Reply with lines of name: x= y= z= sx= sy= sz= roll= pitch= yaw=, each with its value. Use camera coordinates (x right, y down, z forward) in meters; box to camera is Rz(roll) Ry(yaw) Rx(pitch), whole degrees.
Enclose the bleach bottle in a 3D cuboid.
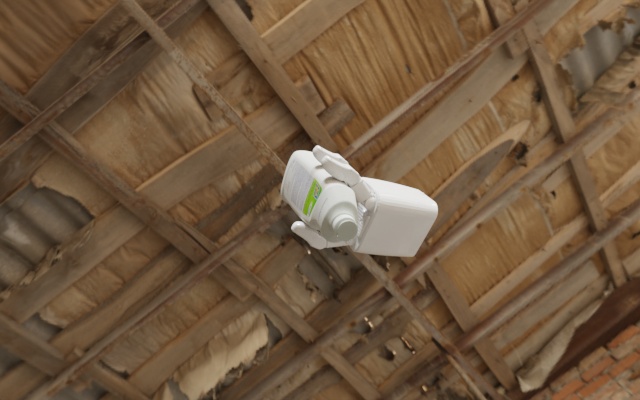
bleach bottle: x=0.000 y=0.002 z=0.722 sx=0.068 sy=0.102 sz=0.250 roll=9 pitch=18 yaw=-19
